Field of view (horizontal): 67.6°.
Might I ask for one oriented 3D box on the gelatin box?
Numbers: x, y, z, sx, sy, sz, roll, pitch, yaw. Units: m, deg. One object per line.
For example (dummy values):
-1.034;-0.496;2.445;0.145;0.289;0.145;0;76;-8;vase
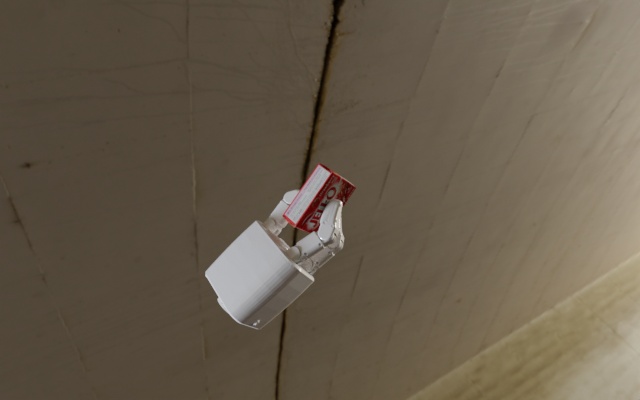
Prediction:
0.000;0.002;0.648;0.030;0.089;0.073;37;5;33;gelatin box
